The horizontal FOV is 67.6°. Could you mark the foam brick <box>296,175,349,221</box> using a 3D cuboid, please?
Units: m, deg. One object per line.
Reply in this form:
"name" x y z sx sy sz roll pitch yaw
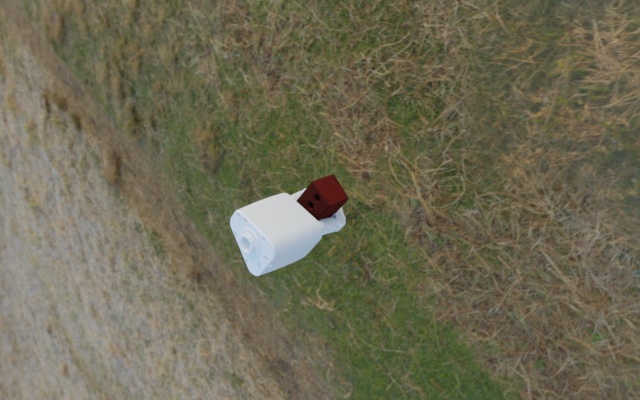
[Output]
"foam brick" 0.000 0.002 0.816 0.051 0.053 0.078 -19 -22 -43
